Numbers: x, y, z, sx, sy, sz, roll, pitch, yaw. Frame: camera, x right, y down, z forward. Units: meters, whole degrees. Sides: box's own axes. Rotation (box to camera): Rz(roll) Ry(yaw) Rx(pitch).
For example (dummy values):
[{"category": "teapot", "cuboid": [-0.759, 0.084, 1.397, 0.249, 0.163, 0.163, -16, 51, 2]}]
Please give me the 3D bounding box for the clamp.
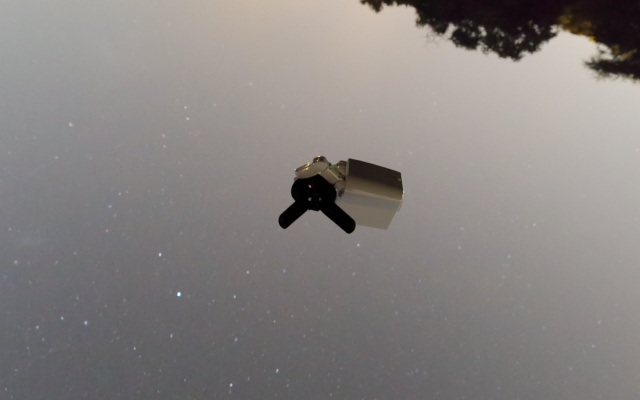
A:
[{"category": "clamp", "cuboid": [0.000, 0.003, 0.798, 0.120, 0.039, 0.171, 14, 33, -3]}]
